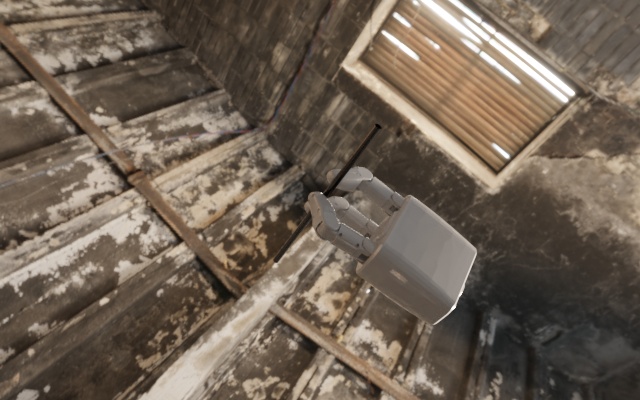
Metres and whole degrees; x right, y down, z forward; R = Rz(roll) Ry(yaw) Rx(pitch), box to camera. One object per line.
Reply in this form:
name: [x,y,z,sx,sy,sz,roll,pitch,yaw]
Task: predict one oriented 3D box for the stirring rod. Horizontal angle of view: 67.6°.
stirring rod: [0.000,0.002,0.557,0.011,0.011,0.240,0,-40,-40]
